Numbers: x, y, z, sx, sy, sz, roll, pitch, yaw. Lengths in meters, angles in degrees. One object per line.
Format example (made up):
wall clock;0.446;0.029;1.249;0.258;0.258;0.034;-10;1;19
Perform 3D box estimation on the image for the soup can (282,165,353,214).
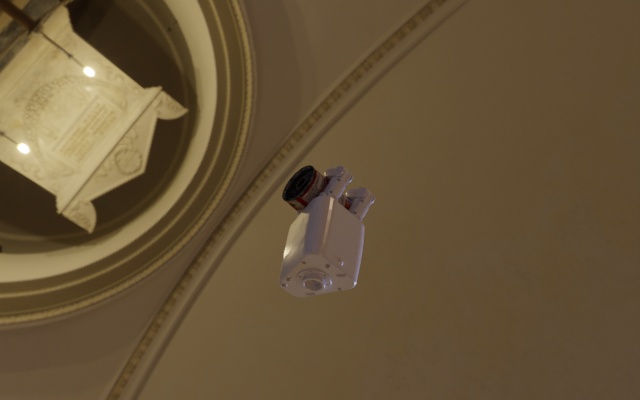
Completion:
soup can;0.000;0.002;0.747;0.102;0.068;0.068;40;-21;-26
